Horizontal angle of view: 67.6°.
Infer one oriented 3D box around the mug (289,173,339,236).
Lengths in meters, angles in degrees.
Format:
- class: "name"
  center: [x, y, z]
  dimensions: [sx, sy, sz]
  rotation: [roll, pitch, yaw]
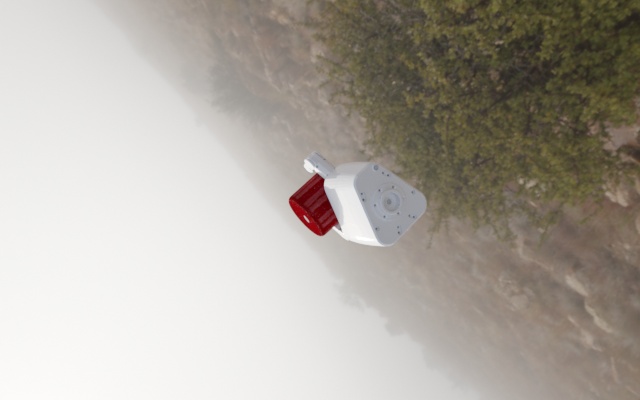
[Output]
- class: "mug"
  center: [-0.001, 0.003, 0.771]
  dimensions: [0.081, 0.093, 0.117]
  rotation: [-42, 11, -15]
